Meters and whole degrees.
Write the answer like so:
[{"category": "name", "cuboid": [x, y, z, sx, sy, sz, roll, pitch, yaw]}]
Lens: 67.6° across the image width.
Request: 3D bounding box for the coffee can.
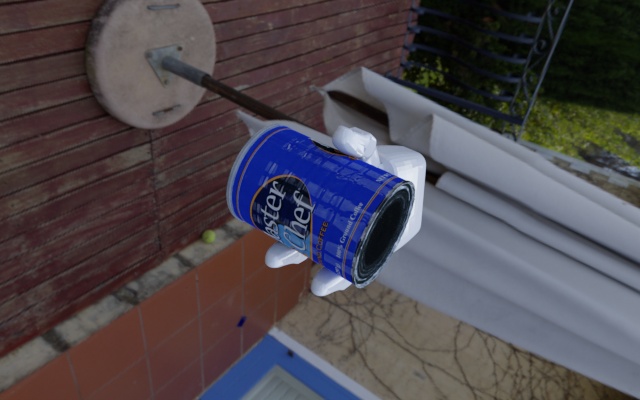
[{"category": "coffee can", "cuboid": [0.000, 0.001, 0.438, 0.140, 0.103, 0.103, 27, 12, 24]}]
